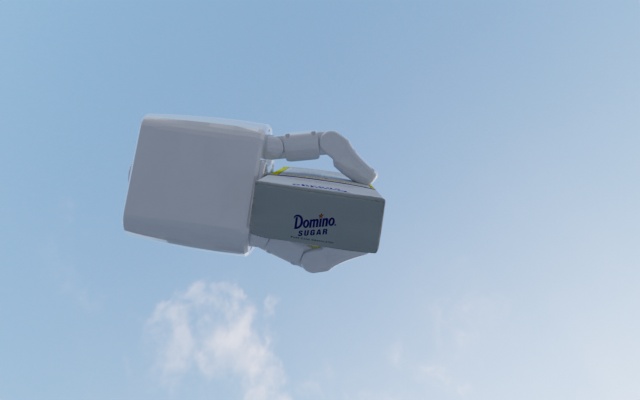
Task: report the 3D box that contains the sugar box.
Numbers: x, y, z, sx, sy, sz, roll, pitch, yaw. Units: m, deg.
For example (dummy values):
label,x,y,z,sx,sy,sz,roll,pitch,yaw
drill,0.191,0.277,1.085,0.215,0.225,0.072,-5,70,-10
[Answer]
label,x,y,z,sx,sy,sz,roll,pitch,yaw
sugar box,0.000,0.002,0.411,0.093,0.048,0.176,8,10,2
